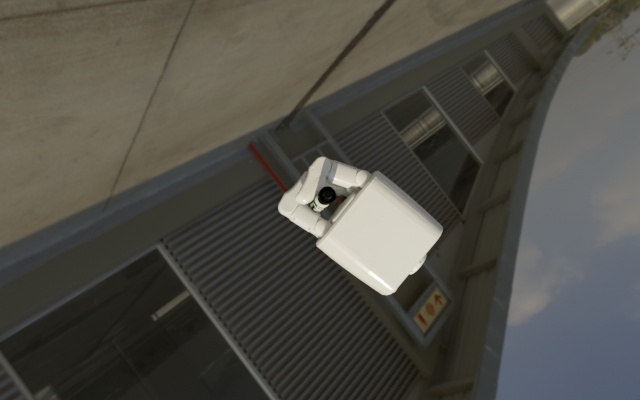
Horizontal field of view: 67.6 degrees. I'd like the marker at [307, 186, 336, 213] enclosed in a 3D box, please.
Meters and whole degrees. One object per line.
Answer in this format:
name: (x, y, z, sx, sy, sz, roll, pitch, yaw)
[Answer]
marker: (0.000, 0.002, 0.545, 0.020, 0.020, 0.121, 0, -8, -8)
